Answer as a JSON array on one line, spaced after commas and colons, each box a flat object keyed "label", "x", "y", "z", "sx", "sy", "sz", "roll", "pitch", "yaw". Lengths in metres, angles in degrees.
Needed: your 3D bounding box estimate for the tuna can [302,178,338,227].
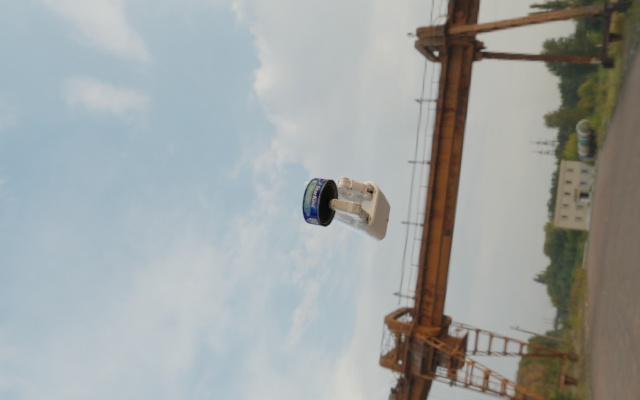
[{"label": "tuna can", "x": 0.000, "y": 0.003, "z": 0.855, "sx": 0.034, "sy": 0.086, "sz": 0.086, "roll": 9, "pitch": 3, "yaw": 23}]
